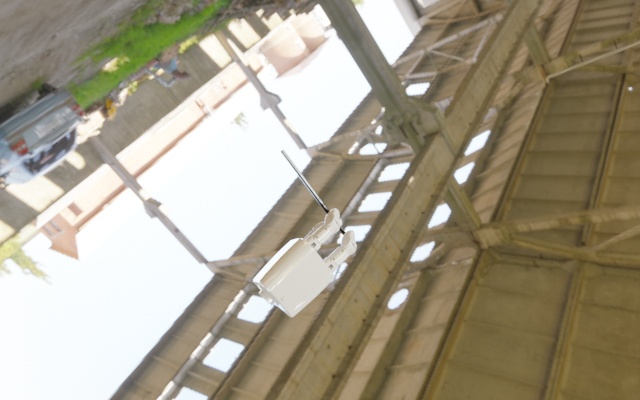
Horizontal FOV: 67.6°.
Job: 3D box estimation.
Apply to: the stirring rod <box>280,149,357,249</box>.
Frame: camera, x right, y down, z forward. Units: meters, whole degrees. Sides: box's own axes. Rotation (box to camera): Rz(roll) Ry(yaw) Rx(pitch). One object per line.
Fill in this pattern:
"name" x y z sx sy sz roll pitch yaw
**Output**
"stirring rod" 0.000 0.003 0.877 0.011 0.240 0.011 -31 22 14
